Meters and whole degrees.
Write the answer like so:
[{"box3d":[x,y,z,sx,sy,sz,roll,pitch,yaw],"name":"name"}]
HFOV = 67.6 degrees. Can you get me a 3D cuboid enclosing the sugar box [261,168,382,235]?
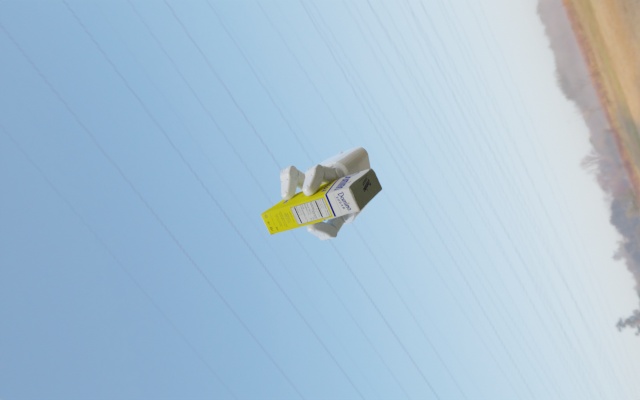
[{"box3d":[0.000,0.002,0.754,0.176,0.048,0.093,-20,11,34],"name":"sugar box"}]
